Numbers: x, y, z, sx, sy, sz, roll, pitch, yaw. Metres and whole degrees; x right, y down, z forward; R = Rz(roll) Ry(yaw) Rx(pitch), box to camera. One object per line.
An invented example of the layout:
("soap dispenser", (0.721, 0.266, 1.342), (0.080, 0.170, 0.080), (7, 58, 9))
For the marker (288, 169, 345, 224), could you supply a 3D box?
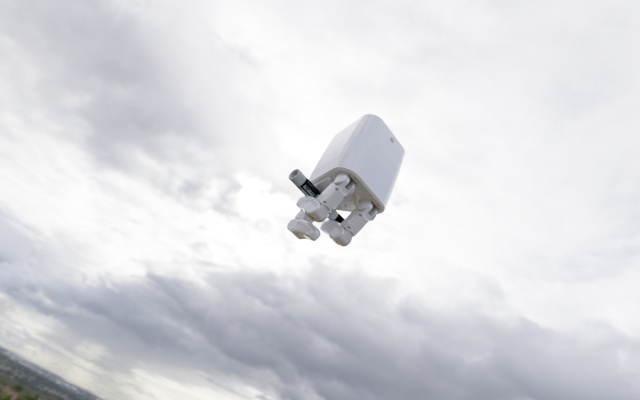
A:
("marker", (0.000, 0.002, 0.650), (0.020, 0.020, 0.121), (0, -38, 47))
